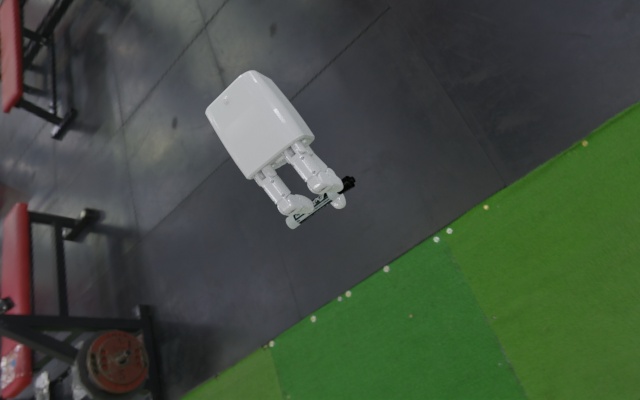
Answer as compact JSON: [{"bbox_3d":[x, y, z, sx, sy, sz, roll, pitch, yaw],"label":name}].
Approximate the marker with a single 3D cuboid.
[{"bbox_3d":[0.000,0.002,0.663,0.121,0.020,0.020,-35,-18,27],"label":"marker"}]
